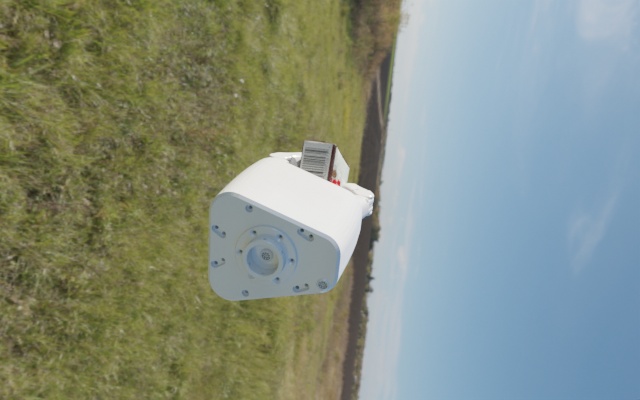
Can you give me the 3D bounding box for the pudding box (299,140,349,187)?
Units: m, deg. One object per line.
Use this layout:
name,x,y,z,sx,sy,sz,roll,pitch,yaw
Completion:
pudding box,0.000,0.002,0.518,0.039,0.113,0.090,9,-9,13
